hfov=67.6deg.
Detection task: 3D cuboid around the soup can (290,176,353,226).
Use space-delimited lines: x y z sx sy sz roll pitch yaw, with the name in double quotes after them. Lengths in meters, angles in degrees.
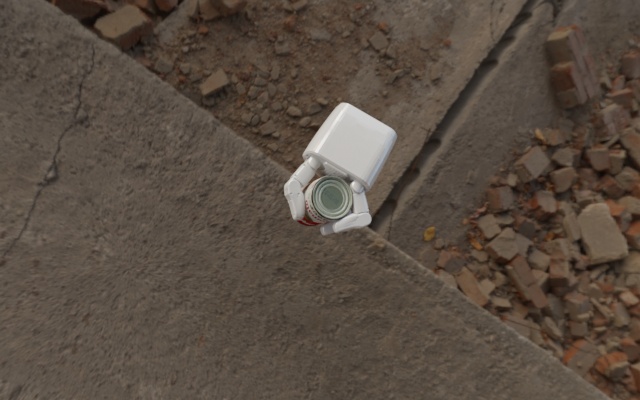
0.000 0.003 0.743 0.068 0.068 0.102 0 -8 -22 "soup can"
